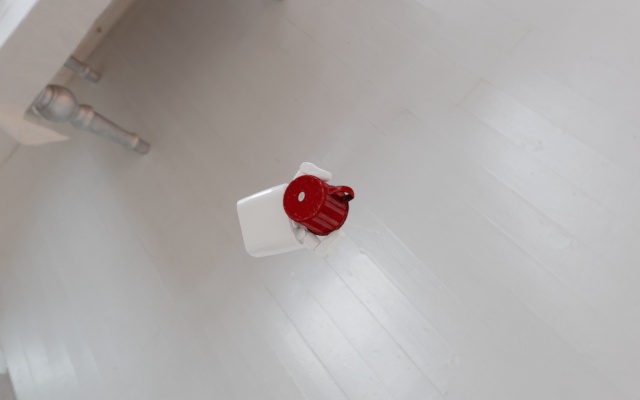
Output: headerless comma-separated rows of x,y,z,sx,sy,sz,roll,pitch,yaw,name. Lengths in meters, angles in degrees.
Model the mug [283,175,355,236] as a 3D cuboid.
0.001,0.002,0.797,0.117,0.093,0.081,-18,-24,23,mug
